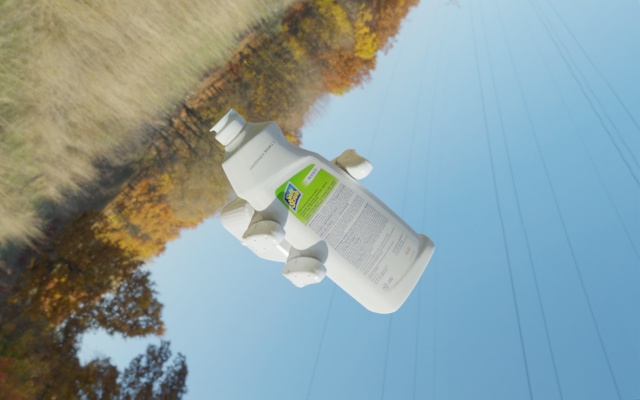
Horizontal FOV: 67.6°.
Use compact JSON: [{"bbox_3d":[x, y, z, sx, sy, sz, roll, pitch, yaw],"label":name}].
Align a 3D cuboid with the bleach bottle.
[{"bbox_3d":[0.000,0.002,0.476,0.251,0.102,0.068,44,-24,-18],"label":"bleach bottle"}]
